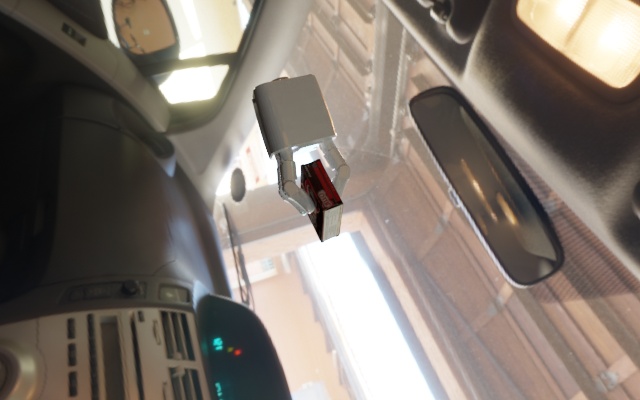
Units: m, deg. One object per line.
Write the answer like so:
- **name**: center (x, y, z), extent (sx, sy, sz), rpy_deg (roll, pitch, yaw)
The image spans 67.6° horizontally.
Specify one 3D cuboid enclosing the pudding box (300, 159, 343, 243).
- **pudding box**: center (0.000, 0.002, 0.756), extent (0.039, 0.090, 0.114), rpy_deg (-20, -28, -10)
